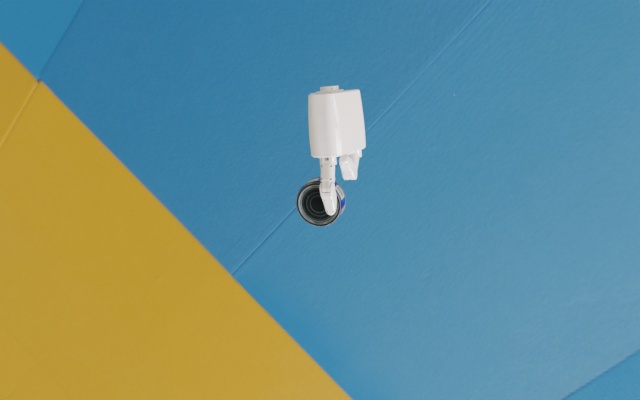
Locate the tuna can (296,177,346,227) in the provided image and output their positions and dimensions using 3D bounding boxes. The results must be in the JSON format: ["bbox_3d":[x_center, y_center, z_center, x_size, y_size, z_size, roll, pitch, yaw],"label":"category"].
[{"bbox_3d":[0.000,0.003,0.854,0.086,0.086,0.033,0,18,16],"label":"tuna can"}]
